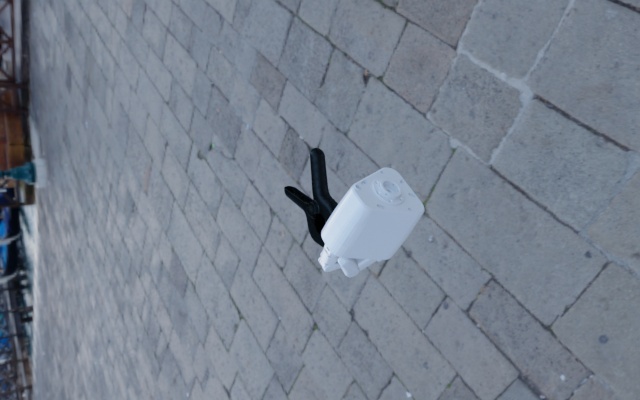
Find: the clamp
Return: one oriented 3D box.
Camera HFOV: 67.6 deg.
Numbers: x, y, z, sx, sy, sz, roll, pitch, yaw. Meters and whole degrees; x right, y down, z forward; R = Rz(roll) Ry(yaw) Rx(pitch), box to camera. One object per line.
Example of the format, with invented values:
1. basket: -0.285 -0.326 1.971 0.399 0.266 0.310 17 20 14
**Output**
1. clamp: 0.000 0.003 0.776 0.039 0.171 0.120 -11 -36 -34
